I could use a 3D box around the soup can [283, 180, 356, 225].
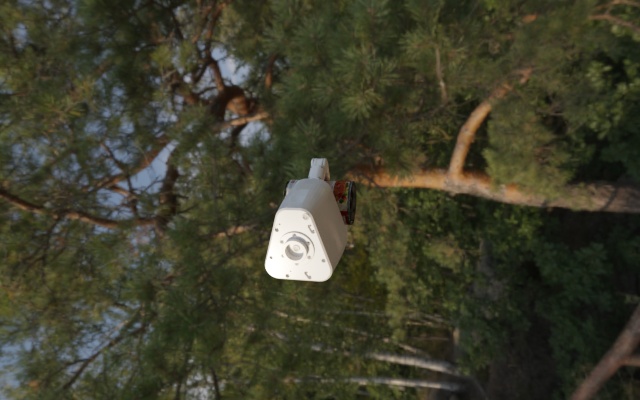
[{"bbox_3d":[0.000,0.002,0.735,0.102,0.068,0.068,2,0,12],"label":"soup can"}]
